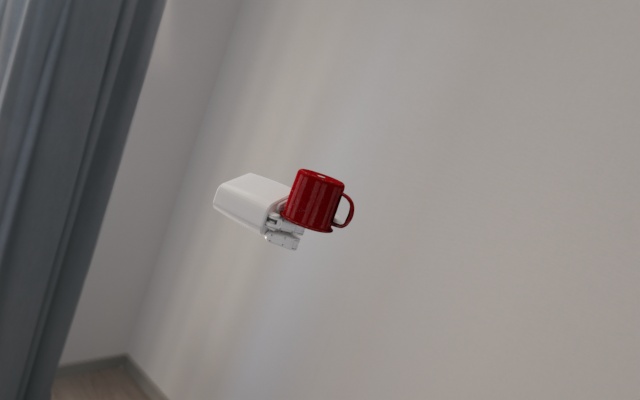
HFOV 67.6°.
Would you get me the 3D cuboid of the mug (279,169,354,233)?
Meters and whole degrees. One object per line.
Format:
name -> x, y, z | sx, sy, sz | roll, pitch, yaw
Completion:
mug -> 0.001, 0.003, 0.771 | 0.117, 0.081, 0.093 | 23, 9, 21
